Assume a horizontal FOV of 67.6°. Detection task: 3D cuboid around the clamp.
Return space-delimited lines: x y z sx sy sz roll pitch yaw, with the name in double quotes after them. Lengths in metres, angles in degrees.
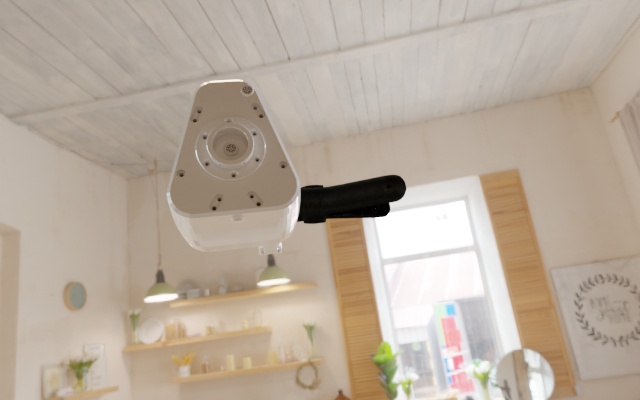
0.000 0.001 0.468 0.171 0.039 0.120 -5 -16 -9 "clamp"
